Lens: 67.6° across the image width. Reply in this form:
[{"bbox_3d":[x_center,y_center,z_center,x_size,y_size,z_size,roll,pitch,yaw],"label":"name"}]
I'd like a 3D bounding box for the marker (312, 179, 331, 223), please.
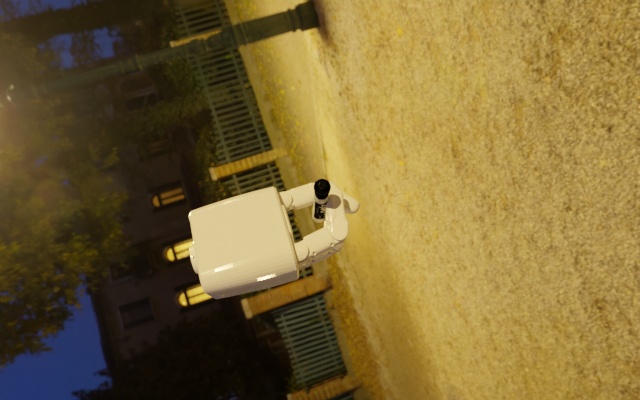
[{"bbox_3d":[0.000,0.002,0.566,0.020,0.020,0.121,0,-17,-2],"label":"marker"}]
